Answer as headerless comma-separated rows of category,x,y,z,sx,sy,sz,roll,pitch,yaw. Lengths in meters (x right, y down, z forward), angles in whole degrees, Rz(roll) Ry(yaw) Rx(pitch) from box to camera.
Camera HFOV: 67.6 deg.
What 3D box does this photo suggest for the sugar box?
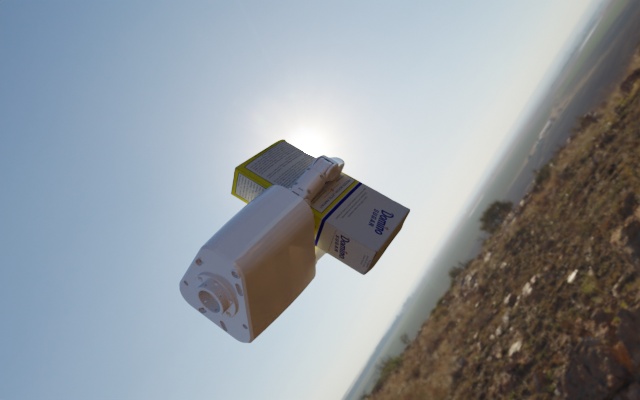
sugar box,0.000,0.002,0.526,0.176,0.048,0.093,33,41,14
